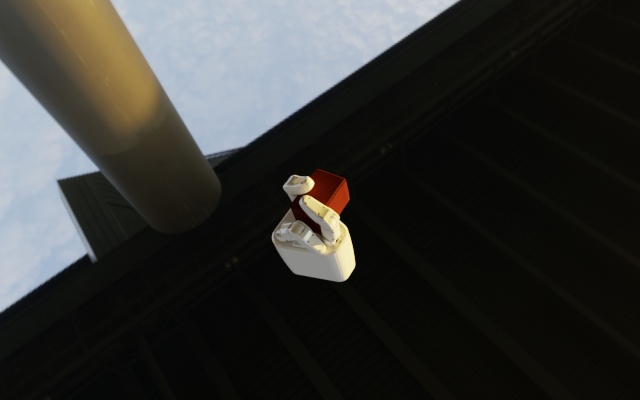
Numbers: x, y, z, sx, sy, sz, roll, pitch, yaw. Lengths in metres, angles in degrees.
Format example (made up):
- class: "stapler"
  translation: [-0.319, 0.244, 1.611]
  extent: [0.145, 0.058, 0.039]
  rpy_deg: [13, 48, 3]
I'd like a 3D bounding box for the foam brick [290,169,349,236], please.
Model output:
- class: "foam brick"
  translation: [0.000, 0.002, 0.715]
  extent: [0.053, 0.078, 0.051]
  rpy_deg: [24, -26, 27]
